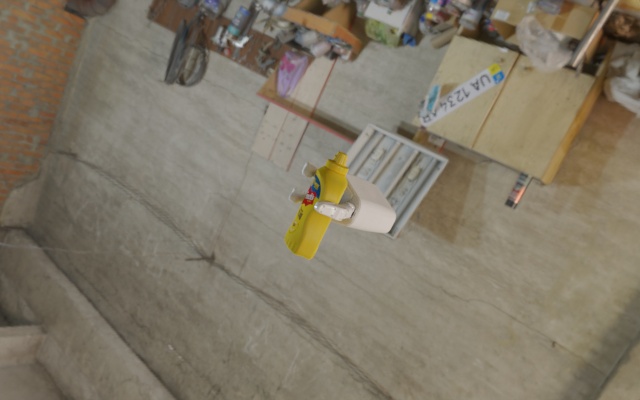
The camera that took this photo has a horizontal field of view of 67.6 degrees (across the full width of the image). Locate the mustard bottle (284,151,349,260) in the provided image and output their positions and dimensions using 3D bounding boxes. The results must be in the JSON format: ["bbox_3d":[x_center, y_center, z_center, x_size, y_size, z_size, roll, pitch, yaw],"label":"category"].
[{"bbox_3d":[0.000,0.003,0.847,0.058,0.192,0.096,22,13,-16],"label":"mustard bottle"}]
